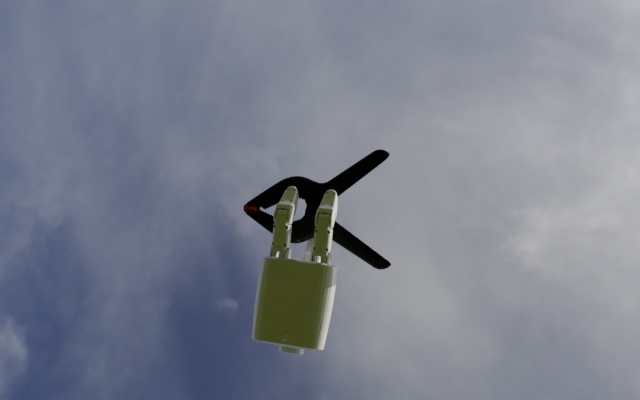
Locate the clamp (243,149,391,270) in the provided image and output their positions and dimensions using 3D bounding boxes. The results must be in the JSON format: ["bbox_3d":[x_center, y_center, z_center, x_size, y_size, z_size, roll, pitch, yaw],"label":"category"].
[{"bbox_3d":[0.000,0.003,0.661,0.210,0.164,0.036,6,-14,11],"label":"clamp"}]
